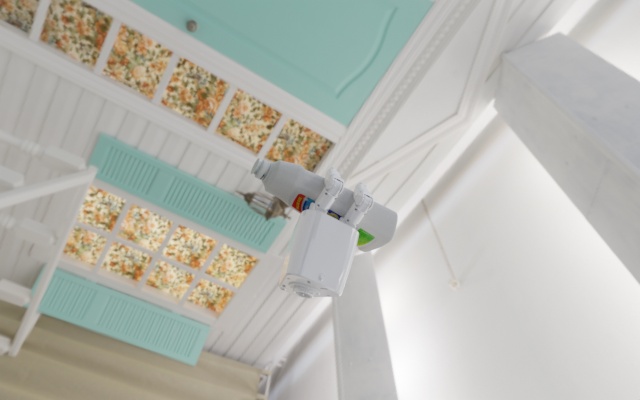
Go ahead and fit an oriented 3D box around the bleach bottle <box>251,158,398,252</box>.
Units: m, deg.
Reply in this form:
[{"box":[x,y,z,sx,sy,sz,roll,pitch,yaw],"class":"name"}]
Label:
[{"box":[0.000,0.003,0.785,0.251,0.068,0.102,27,-28,-19],"class":"bleach bottle"}]
